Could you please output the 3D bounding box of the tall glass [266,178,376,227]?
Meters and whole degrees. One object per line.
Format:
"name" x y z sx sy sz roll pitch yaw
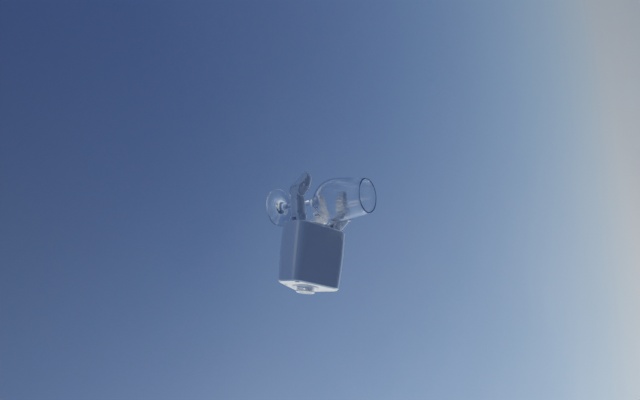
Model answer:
"tall glass" 0.000 0.003 0.878 0.201 0.079 0.079 -8 -5 34
